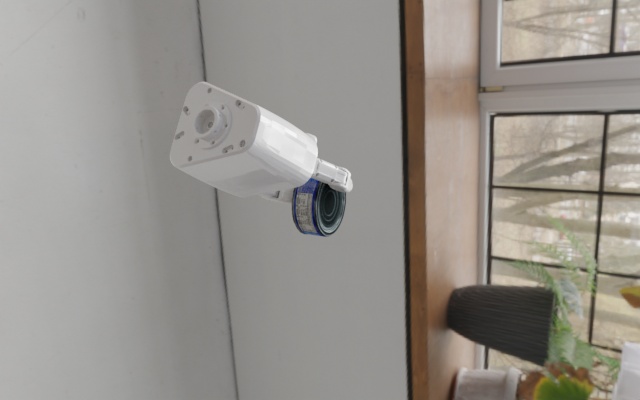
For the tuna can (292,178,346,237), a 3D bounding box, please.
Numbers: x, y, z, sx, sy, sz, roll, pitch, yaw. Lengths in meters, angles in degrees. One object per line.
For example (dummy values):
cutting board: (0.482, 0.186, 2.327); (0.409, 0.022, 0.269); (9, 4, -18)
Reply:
tuna can: (0.001, 0.002, 0.599); (0.034, 0.086, 0.086); (6, 3, 28)
